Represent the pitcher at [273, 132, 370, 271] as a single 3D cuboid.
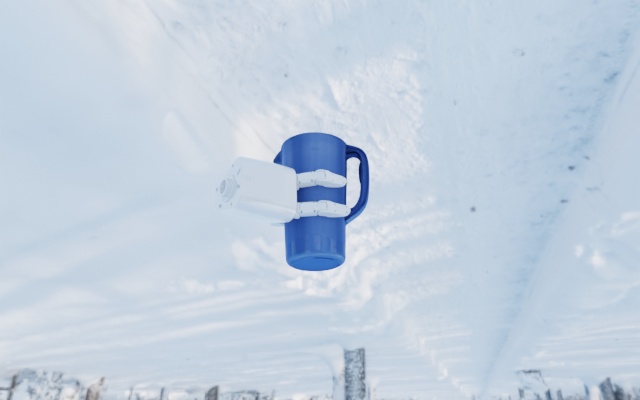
[{"bbox_3d":[0.000,0.003,0.897,0.145,0.242,0.149,14,-27,-33],"label":"pitcher"}]
